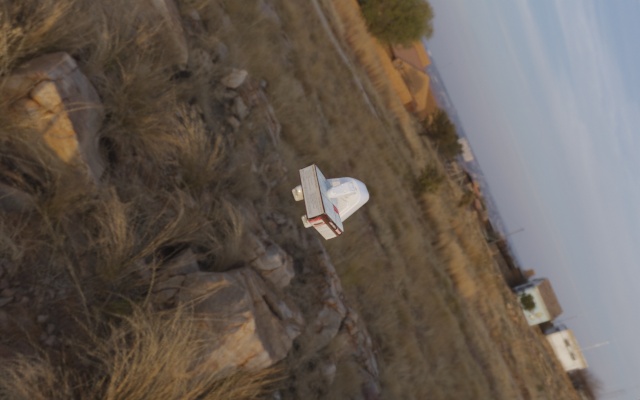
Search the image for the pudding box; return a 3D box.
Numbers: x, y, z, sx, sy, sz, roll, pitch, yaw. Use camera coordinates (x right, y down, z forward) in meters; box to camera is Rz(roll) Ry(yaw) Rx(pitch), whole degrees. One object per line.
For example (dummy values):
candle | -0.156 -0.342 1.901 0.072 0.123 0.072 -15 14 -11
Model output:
pudding box | 0.000 0.003 0.866 0.039 0.113 0.090 -23 -35 14
